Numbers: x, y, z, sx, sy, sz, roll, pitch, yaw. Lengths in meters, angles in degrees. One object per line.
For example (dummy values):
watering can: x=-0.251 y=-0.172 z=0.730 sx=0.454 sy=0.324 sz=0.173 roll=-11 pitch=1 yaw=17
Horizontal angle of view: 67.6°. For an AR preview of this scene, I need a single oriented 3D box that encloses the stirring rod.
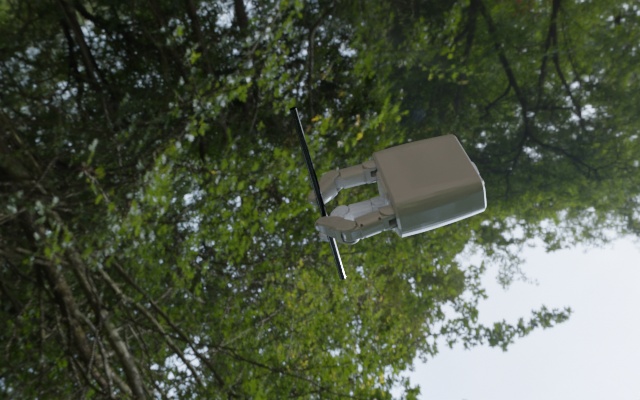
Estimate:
stirring rod: x=0.000 y=0.002 z=0.569 sx=0.011 sy=0.240 sz=0.011 roll=-12 pitch=30 yaw=7
